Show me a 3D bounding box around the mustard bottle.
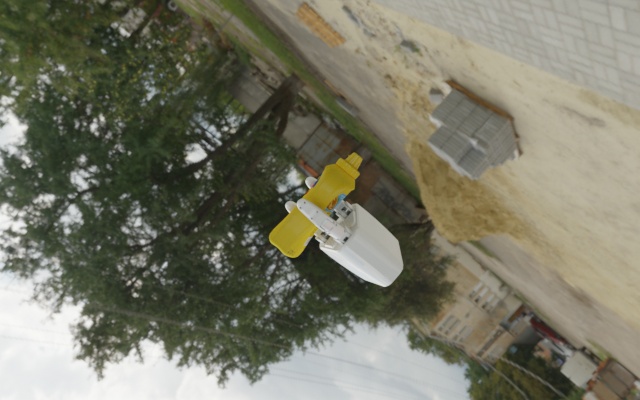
[{"bbox_3d":[0.000,0.002,0.766,0.058,0.191,0.096,41,4,9],"label":"mustard bottle"}]
